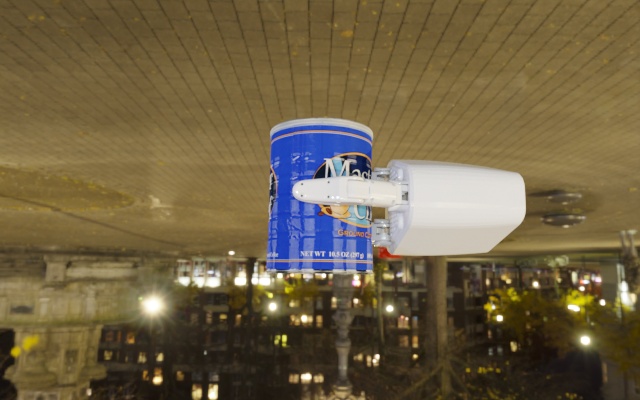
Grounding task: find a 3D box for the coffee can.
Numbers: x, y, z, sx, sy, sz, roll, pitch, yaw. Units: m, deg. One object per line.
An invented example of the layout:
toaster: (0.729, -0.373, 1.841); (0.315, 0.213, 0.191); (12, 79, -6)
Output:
coffee can: (0.000, 0.001, 0.469); (0.103, 0.140, 0.103); (1, -9, 0)
